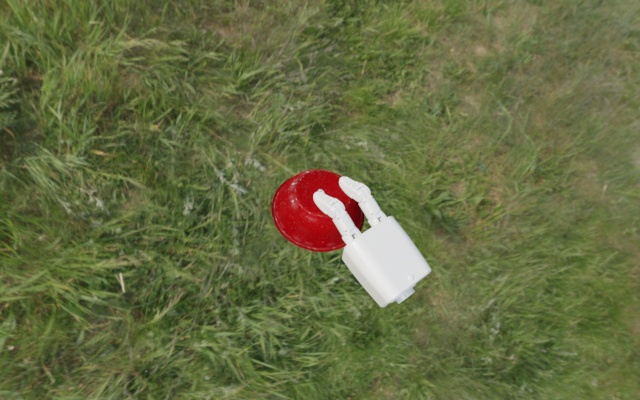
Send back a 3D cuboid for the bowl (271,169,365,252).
[{"bbox_3d":[-0.001,0.002,0.795,0.162,0.162,0.055,0,-34,-10],"label":"bowl"}]
